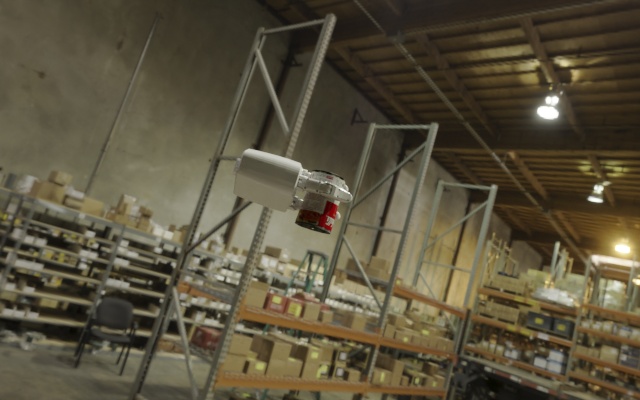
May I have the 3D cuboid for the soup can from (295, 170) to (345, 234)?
[{"bbox_3d":[0.001,0.003,0.869,0.068,0.102,0.068,16,-10,3],"label":"soup can"}]
